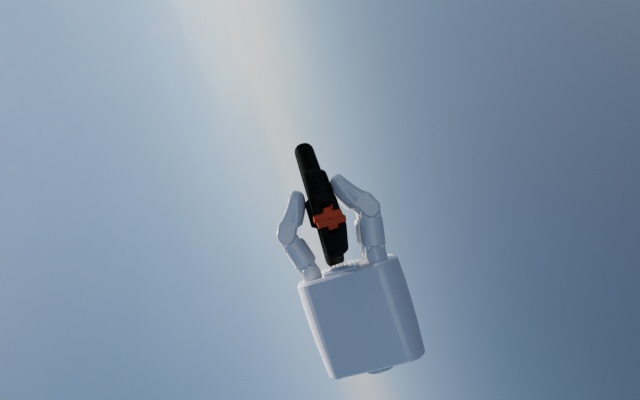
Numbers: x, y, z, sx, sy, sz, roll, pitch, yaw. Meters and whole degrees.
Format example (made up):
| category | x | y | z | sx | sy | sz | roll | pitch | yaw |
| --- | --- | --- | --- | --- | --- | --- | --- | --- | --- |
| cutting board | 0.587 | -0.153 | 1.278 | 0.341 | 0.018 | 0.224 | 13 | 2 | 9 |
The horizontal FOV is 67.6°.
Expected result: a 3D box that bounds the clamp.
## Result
| category | x | y | z | sx | sy | sz | roll | pitch | yaw |
| --- | --- | --- | --- | --- | --- | --- | --- | --- | --- |
| clamp | -0.001 | 0.002 | 0.531 | 0.036 | 0.164 | 0.210 | -17 | -3 | -2 |
